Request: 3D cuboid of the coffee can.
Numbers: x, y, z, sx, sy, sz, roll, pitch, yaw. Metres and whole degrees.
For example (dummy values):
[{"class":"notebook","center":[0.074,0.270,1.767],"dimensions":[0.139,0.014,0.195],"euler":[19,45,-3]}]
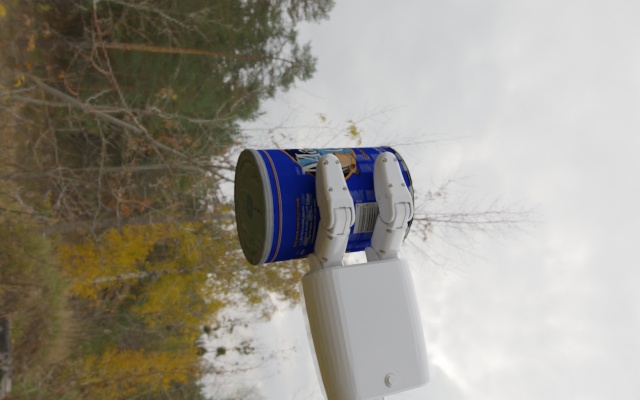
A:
[{"class":"coffee can","center":[0.000,0.001,0.445],"dimensions":[0.140,0.103,0.103],"euler":[-4,2,-23]}]
